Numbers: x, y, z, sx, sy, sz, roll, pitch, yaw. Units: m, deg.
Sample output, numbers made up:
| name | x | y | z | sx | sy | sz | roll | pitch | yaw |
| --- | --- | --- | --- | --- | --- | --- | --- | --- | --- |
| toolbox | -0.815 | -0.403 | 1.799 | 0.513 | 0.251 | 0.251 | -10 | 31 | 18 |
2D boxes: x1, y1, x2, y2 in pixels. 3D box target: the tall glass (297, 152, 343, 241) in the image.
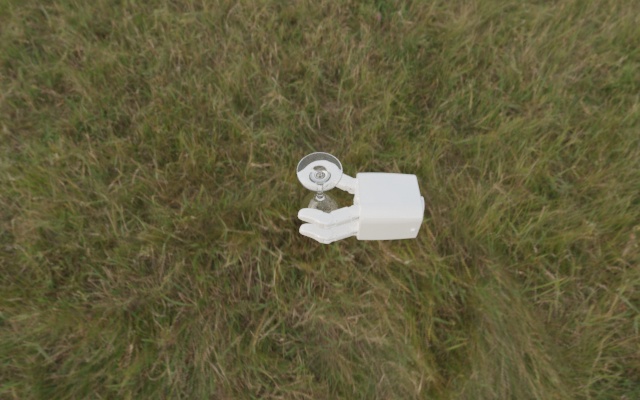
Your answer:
| name | x | y | z | sx | sy | sz | roll | pitch | yaw |
| --- | --- | --- | --- | --- | --- | --- | --- | --- | --- |
| tall glass | 0.000 | 0.002 | 0.849 | 0.079 | 0.079 | 0.201 | 0 | -30 | 0 |
